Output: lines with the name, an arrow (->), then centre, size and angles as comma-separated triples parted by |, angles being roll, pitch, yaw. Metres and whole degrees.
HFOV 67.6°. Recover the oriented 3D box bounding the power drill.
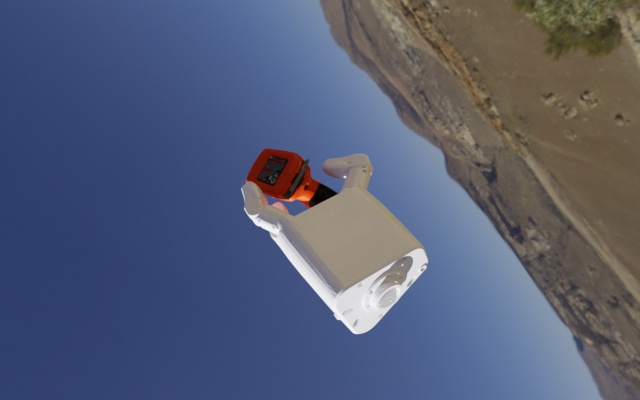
power drill -> 0.000, 0.002, 0.619 | 0.188, 0.057, 0.184 | 31, -7, -30
